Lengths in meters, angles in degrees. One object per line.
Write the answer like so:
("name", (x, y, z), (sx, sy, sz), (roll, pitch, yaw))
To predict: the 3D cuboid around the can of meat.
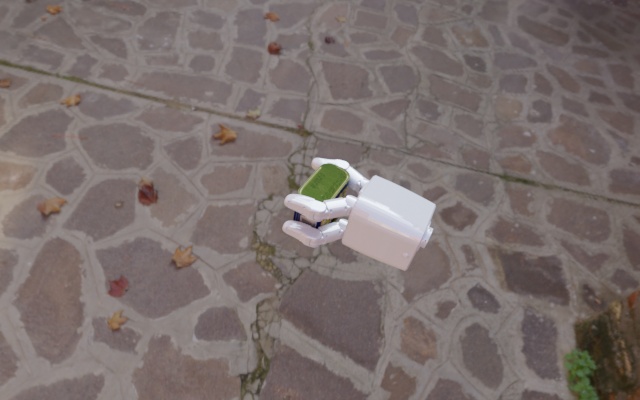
("can of meat", (0.000, 0.002, 0.738), (0.057, 0.084, 0.102), (28, 50, 13))
